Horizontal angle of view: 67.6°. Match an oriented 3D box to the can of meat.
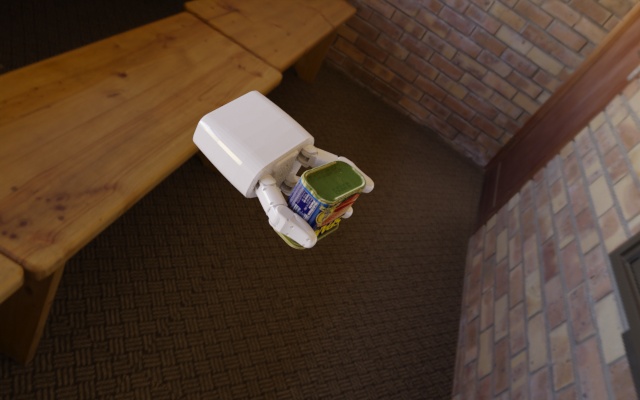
[{"bbox_3d":[0.000,0.002,0.593,0.102,0.057,0.084,-26,-24,-50],"label":"can of meat"}]
